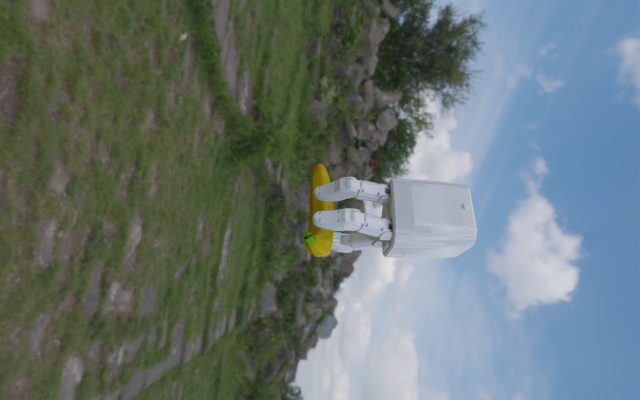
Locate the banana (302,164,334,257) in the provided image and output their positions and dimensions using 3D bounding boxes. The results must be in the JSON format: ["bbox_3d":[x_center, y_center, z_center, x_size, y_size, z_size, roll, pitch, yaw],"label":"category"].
[{"bbox_3d":[0.000,0.020,0.670,0.037,0.070,0.197,0,31,2],"label":"banana"}]
